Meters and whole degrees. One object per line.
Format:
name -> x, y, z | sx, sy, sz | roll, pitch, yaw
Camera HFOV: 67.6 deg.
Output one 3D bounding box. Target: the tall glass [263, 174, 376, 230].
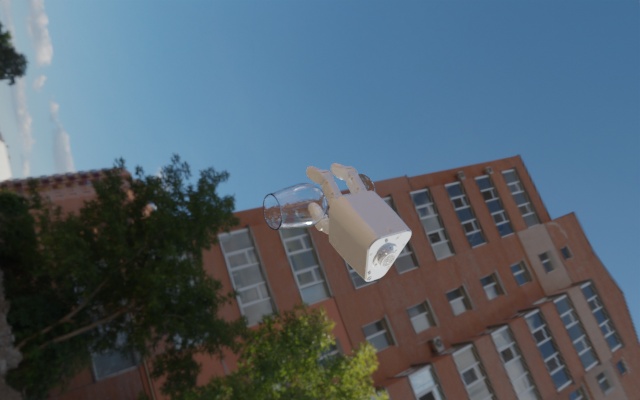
tall glass -> 0.001, 0.003, 0.847 | 0.201, 0.079, 0.079 | -11, 6, -34
